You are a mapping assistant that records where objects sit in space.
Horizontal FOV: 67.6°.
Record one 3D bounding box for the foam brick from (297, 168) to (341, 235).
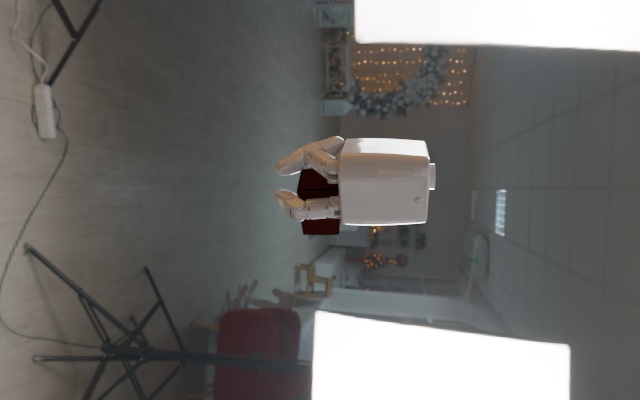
[{"bbox_3d":[0.000,0.002,0.646,0.051,0.078,0.053,-1,37,7],"label":"foam brick"}]
